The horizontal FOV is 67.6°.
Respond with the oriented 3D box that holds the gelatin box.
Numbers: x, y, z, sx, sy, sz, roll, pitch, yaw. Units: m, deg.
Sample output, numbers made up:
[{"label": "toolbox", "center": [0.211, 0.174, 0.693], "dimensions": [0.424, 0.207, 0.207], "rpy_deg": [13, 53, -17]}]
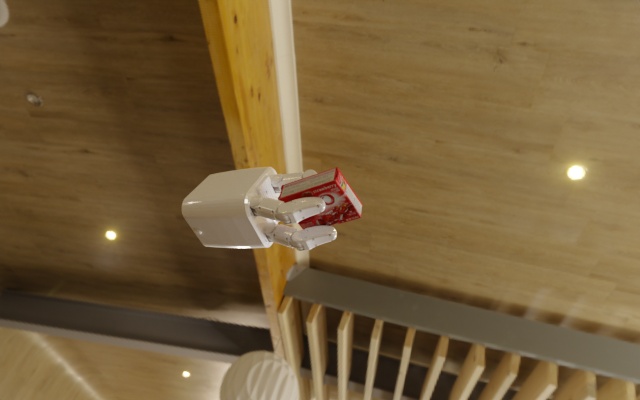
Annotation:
[{"label": "gelatin box", "center": [0.000, 0.002, 0.631], "dimensions": [0.089, 0.030, 0.073], "rpy_deg": [-17, -51, 25]}]
